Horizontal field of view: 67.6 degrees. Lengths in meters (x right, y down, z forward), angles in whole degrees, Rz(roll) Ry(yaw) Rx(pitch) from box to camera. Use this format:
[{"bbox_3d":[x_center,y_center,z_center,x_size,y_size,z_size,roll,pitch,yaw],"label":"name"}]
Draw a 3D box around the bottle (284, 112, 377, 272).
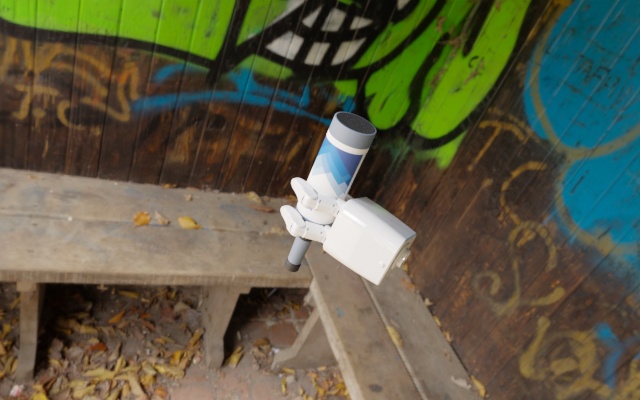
[{"bbox_3d":[0.000,0.002,0.772,0.069,0.296,0.069,17,31,-11],"label":"bottle"}]
